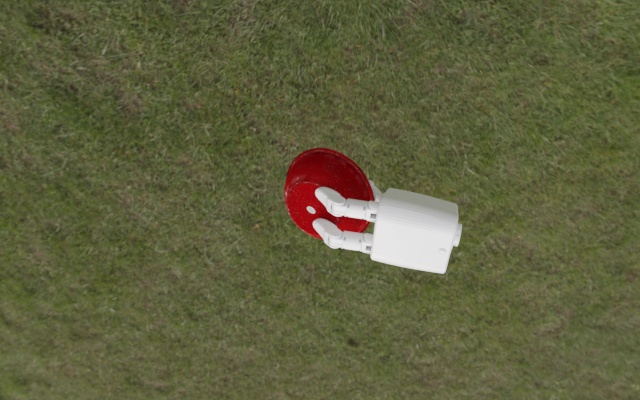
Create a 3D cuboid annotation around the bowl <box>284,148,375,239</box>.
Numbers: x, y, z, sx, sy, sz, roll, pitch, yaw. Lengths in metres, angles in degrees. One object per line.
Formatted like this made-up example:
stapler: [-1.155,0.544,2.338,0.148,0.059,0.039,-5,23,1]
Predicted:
bowl: [-0.001,0.003,0.744,0.162,0.162,0.055,0,24,33]
